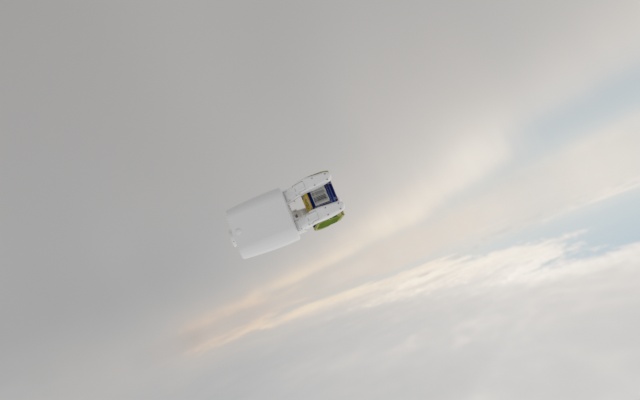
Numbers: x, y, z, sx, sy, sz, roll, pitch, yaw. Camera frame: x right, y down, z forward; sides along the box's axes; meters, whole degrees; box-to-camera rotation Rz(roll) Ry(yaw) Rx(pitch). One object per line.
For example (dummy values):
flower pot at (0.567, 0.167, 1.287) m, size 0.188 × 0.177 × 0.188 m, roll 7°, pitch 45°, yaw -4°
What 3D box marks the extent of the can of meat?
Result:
can of meat at (0.000, 0.003, 0.858) m, size 0.057 × 0.084 × 0.102 m, roll -21°, pitch -9°, yaw -9°
